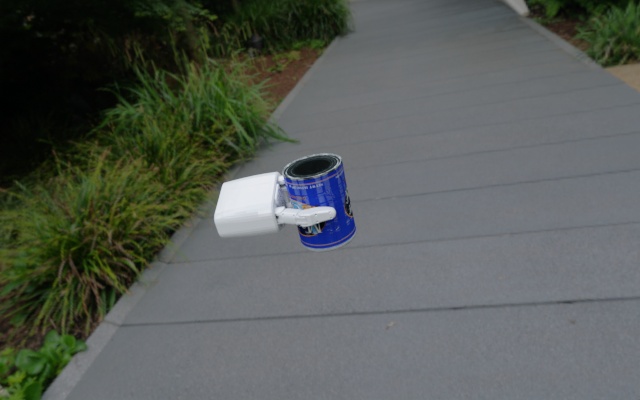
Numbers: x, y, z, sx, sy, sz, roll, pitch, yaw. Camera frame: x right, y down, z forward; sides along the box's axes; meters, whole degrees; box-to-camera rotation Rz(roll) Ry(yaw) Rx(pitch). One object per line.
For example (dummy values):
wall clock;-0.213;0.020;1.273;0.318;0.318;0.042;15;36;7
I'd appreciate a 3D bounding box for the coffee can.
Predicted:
coffee can;0.000;0.003;0.824;0.103;0.140;0.102;-11;25;5
